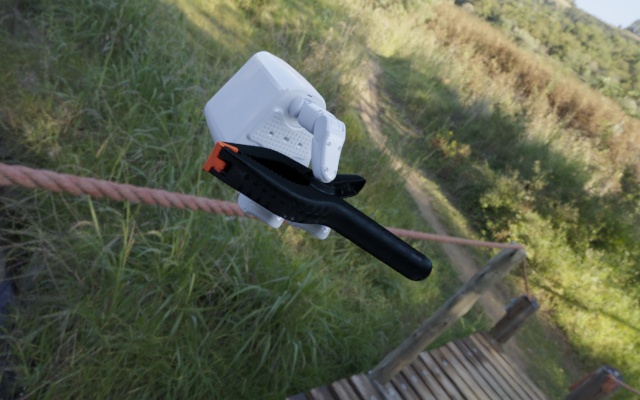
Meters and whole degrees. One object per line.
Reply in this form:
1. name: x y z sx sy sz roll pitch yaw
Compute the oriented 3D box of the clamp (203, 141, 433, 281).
1. clamp: 0.000 0.000 0.426 0.210 0.036 0.164 18 23 -38
